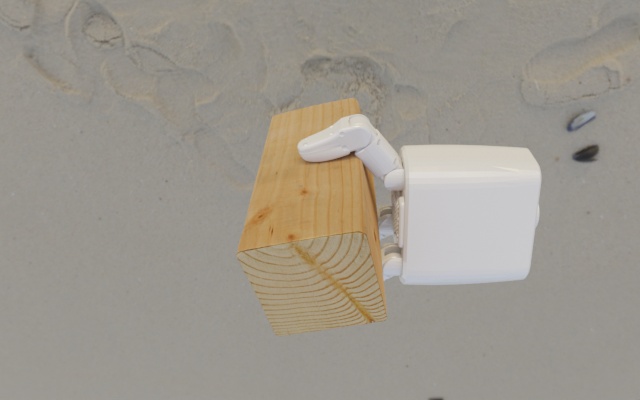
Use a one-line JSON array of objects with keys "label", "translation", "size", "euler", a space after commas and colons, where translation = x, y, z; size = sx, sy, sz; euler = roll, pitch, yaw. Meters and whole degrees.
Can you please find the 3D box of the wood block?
[{"label": "wood block", "translation": [0.000, 0.001, 0.416], "size": [0.090, 0.091, 0.206], "euler": [-11, 35, 10]}]
